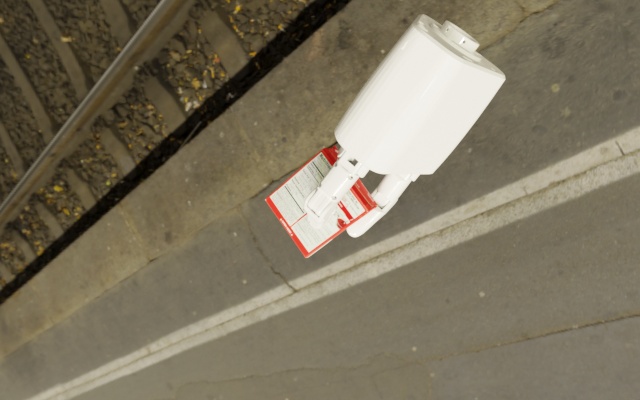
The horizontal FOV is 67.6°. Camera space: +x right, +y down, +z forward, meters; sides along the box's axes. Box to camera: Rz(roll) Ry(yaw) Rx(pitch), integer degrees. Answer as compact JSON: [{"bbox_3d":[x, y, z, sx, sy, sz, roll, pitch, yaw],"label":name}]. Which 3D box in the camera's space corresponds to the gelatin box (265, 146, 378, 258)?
[{"bbox_3d":[0.000,0.002,0.467,0.089,0.073,0.030,-39,-6,28],"label":"gelatin box"}]
